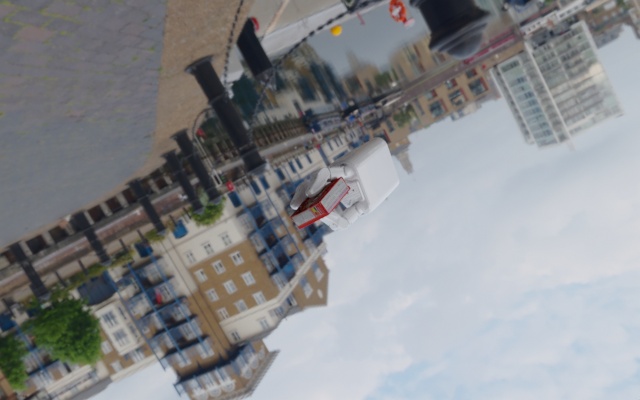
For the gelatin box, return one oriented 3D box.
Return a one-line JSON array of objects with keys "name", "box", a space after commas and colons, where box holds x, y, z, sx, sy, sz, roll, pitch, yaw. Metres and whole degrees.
[{"name": "gelatin box", "box": [0.000, 0.003, 0.799, 0.073, 0.030, 0.089, -27, 15, 41]}]
